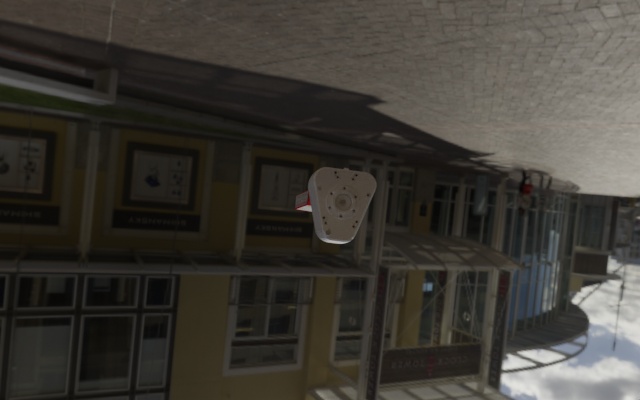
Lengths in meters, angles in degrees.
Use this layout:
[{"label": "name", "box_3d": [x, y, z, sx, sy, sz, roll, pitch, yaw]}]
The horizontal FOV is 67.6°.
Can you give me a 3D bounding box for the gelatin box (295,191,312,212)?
[{"label": "gelatin box", "box_3d": [0.000, 0.003, 0.867, 0.073, 0.030, 0.089, 8, -9, -16]}]
